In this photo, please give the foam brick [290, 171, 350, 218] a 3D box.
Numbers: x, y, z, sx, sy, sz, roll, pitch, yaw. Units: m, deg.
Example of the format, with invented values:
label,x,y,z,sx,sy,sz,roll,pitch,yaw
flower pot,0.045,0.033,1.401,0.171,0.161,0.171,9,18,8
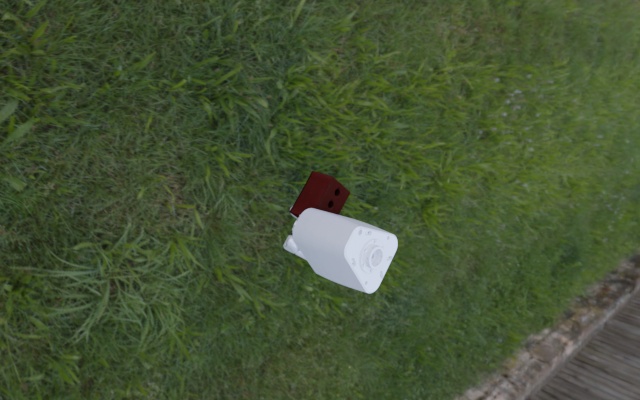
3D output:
label,x,y,z,sx,sy,sz,roll,pitch,yaw
foam brick,0.000,0.002,0.752,0.051,0.078,0.053,15,-17,46
